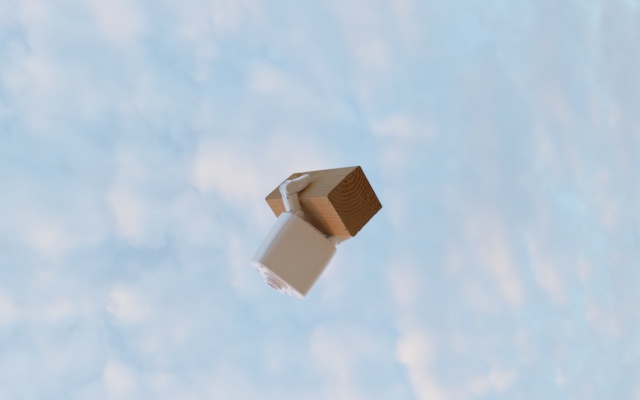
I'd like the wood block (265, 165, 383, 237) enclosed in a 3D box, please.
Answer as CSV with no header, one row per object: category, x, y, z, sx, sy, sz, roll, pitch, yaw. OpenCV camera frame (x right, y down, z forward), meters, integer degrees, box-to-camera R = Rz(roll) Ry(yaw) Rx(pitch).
wood block,0.000,0.003,0.875,0.090,0.091,0.206,-43,23,-28
